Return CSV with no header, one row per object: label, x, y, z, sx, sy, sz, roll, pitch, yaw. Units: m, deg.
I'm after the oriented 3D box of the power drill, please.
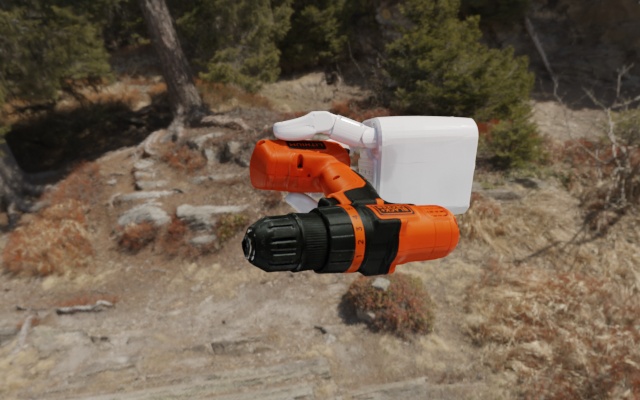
power drill,0.000,0.001,0.425,0.184,0.057,0.187,0,26,-28
